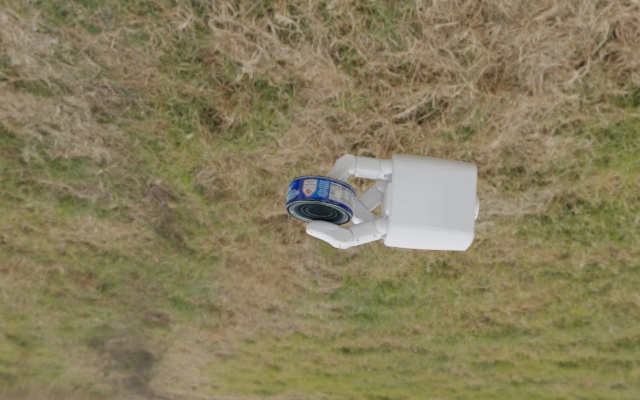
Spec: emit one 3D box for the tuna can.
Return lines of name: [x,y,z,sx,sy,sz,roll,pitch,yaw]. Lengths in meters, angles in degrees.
tuna can: [0.000,0.002,0.593,0.086,0.033,0.086,8,-22,3]
